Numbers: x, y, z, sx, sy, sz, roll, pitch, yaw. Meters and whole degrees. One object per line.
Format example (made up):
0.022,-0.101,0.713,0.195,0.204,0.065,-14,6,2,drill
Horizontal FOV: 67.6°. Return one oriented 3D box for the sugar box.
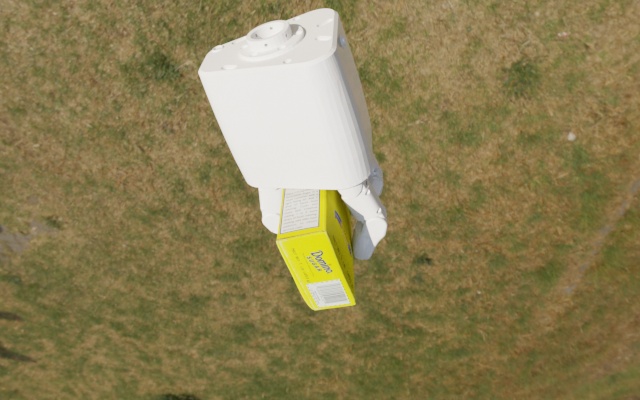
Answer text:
0.001,0.001,0.438,0.048,0.093,0.176,-10,41,13,sugar box
